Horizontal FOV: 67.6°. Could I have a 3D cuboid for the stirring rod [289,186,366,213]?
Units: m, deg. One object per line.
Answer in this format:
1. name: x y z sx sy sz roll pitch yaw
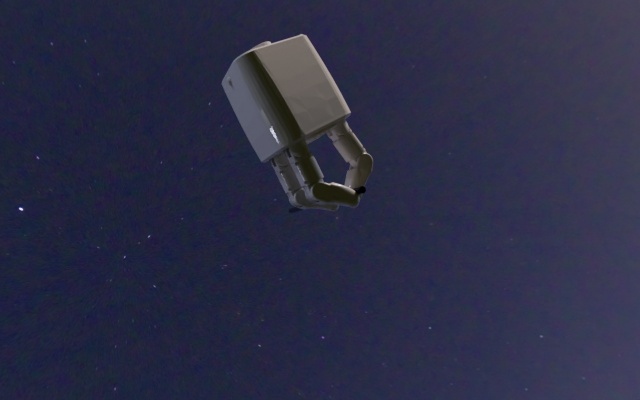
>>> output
1. stirring rod: 0.000 0.002 0.626 0.011 0.011 0.239 0 -7 -22
